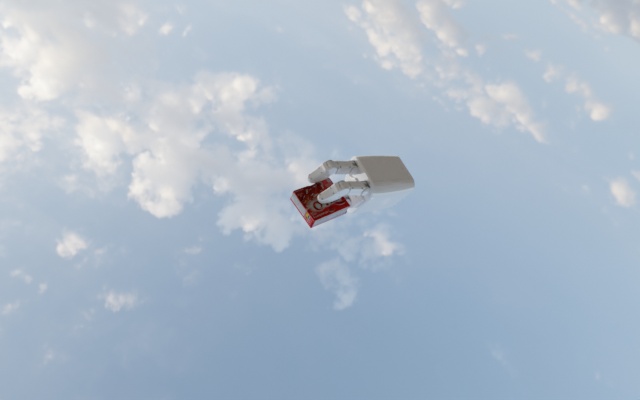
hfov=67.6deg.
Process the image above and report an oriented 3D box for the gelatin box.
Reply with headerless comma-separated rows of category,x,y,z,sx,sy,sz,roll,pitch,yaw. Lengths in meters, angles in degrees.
gelatin box,0.000,0.003,0.892,0.089,0.073,0.030,-22,-26,-32
